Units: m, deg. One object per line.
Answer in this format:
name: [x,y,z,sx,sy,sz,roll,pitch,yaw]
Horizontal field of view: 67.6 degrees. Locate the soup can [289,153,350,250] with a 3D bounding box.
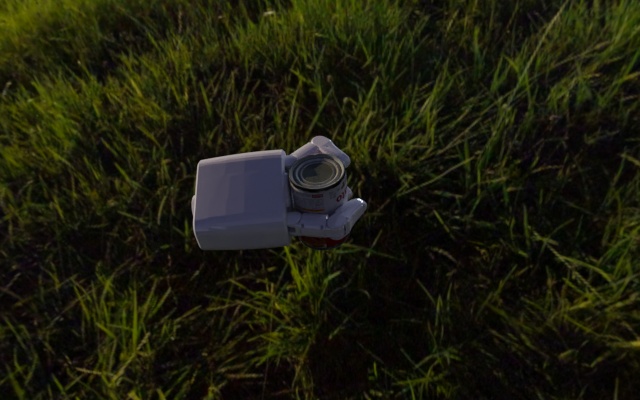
soup can: [0.001,0.002,0.578,0.068,0.102,0.068,-4,44,3]
